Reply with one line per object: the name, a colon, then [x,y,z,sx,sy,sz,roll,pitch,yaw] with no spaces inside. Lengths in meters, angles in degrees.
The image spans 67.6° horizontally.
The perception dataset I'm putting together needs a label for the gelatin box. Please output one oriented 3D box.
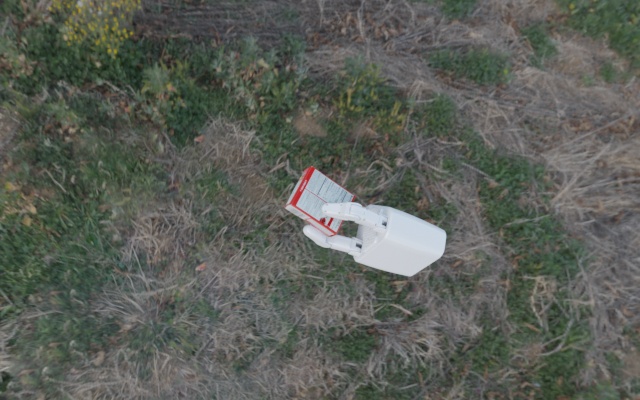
gelatin box: [0.000,0.002,0.733,0.089,0.073,0.030,34,-24,-16]
